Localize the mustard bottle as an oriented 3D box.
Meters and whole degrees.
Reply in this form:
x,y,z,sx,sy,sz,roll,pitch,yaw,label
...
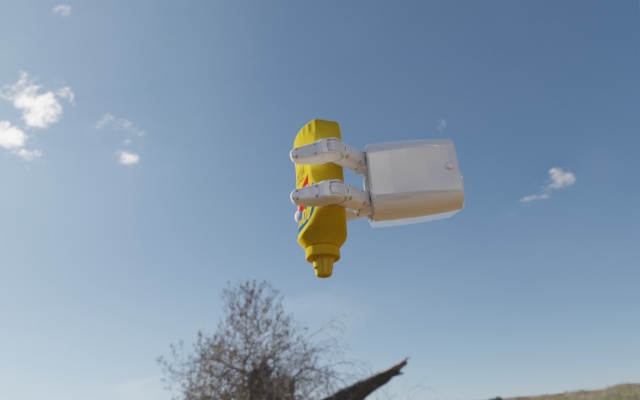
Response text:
x,y,z,sx,sy,sz,roll,pitch,yaw,label
0.000,0.002,0.593,0.058,0.191,0.096,6,-28,-18,mustard bottle
